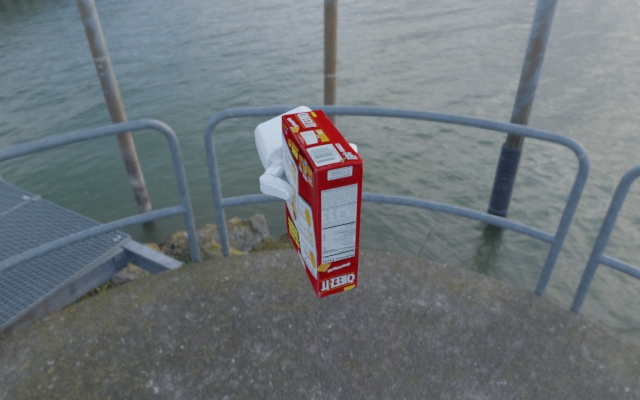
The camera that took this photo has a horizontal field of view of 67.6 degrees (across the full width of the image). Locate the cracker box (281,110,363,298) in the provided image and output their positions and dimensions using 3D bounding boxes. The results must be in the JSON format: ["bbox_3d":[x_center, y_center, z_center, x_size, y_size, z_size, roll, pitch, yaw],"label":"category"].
[{"bbox_3d":[0.000,0.002,0.682,0.072,0.214,0.164,-12,36,-15],"label":"cracker box"}]
